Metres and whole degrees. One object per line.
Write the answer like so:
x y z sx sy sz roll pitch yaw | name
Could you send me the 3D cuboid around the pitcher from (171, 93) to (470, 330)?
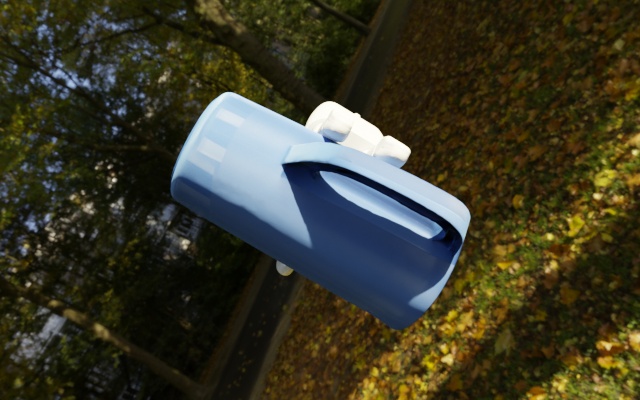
0.000 0.001 0.425 0.243 0.149 0.145 28 20 -7 | pitcher
